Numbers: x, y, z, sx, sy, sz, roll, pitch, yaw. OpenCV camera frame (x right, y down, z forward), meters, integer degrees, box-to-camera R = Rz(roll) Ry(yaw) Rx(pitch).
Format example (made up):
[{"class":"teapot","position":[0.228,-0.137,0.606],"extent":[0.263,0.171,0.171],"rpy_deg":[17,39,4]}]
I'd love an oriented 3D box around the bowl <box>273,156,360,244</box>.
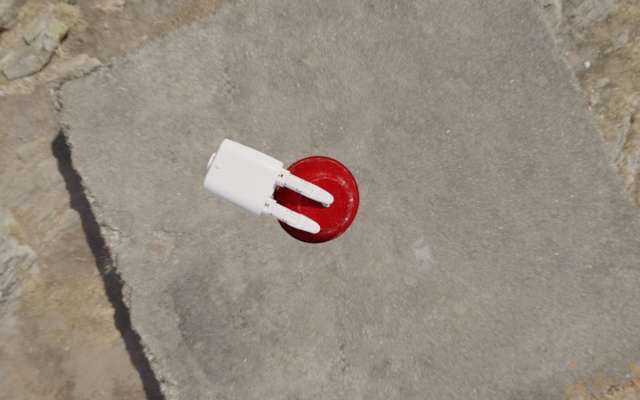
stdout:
[{"class":"bowl","position":[0.002,0.003,0.843],"extent":[0.162,0.162,0.055],"rpy_deg":[0,8,-14]}]
